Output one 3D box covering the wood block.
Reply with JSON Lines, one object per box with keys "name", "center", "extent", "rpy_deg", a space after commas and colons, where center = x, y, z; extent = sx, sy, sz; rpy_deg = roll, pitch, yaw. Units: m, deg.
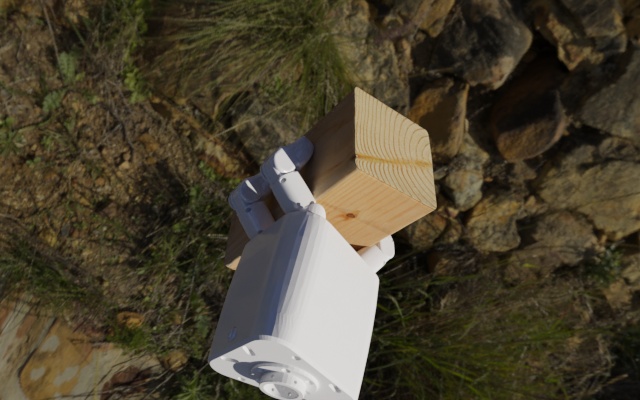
{"name": "wood block", "center": [0.000, 0.002, 0.460], "extent": [0.091, 0.090, 0.206], "rpy_deg": [25, -41, -29]}
